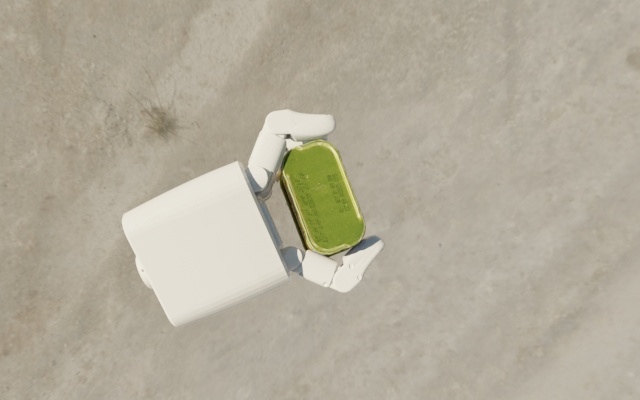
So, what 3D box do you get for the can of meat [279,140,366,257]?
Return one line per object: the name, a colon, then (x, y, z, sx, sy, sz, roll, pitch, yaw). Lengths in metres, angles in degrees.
can of meat: (0.000, 0.001, 0.438, 0.057, 0.102, 0.084, -20, -5, -5)
